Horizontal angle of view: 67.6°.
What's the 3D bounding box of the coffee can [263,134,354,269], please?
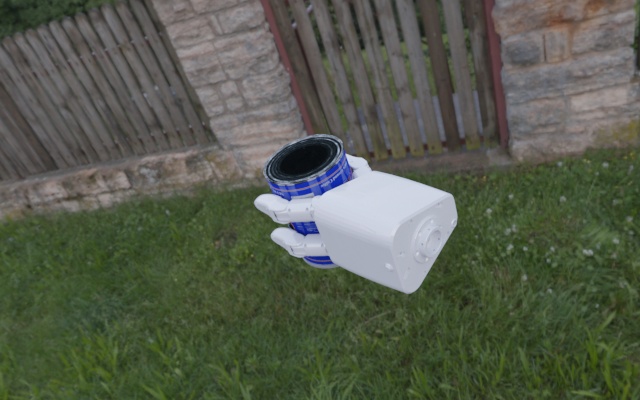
[{"bbox_3d":[0.000,0.002,0.611,0.103,0.140,0.102,-15,35,10],"label":"coffee can"}]
